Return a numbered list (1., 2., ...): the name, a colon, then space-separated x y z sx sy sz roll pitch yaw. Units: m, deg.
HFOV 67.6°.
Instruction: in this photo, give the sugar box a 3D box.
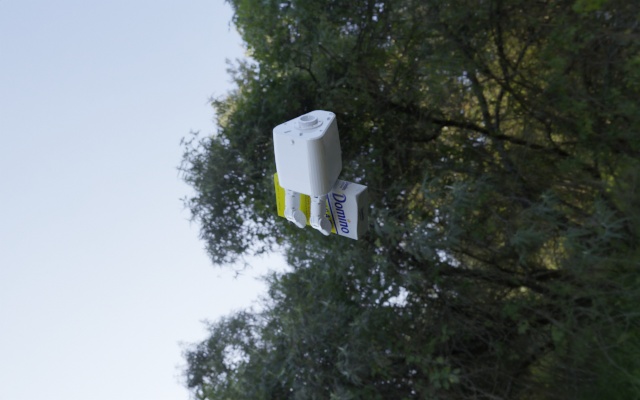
1. sugar box: 0.000 0.003 0.868 0.176 0.093 0.048 16 36 31
